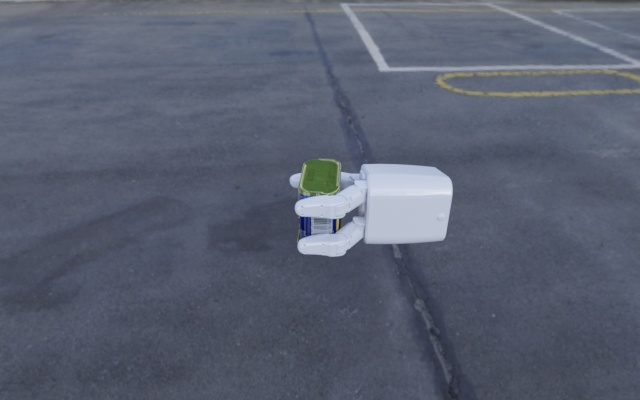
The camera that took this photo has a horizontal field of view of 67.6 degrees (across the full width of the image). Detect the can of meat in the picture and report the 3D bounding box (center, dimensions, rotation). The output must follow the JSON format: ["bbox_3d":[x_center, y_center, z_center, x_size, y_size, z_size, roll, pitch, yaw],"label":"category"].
[{"bbox_3d":[0.000,0.002,0.633,0.057,0.084,0.102,2,31,3],"label":"can of meat"}]
